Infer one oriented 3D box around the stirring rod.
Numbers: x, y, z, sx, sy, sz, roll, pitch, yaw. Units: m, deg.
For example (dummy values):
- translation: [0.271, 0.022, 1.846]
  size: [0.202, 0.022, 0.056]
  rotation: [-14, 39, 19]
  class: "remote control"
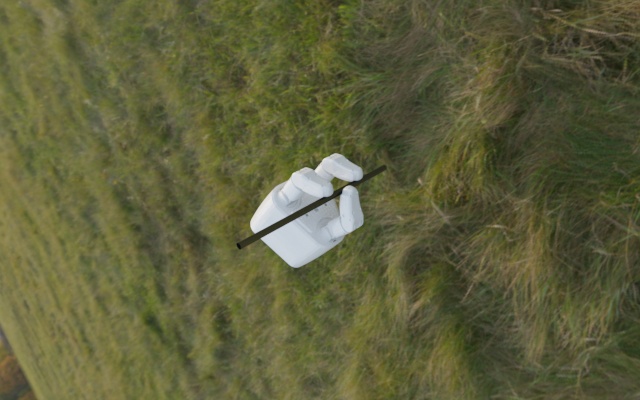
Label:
- translation: [0.000, 0.002, 0.572]
  size: [0.239, 0.011, 0.011]
  rotation: [-28, 17, -36]
  class: "stirring rod"
